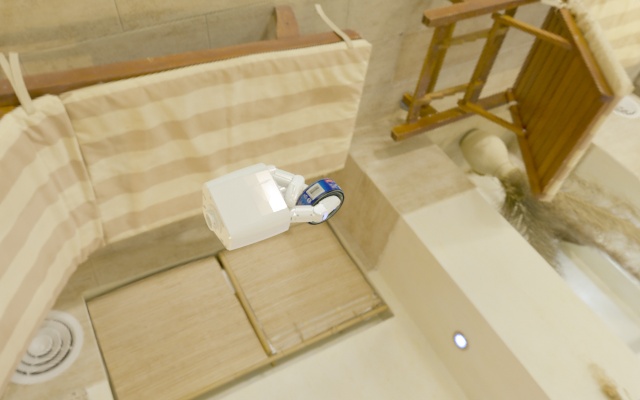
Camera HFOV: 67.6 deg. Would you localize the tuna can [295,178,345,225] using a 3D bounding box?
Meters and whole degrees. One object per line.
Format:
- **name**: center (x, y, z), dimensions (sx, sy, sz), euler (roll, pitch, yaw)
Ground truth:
- **tuna can**: center (0.001, 0.003, 0.840), dimensions (0.086, 0.086, 0.033), euler (0, 42, -50)
